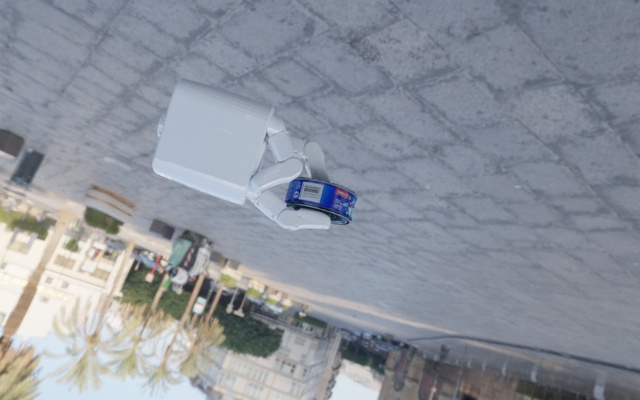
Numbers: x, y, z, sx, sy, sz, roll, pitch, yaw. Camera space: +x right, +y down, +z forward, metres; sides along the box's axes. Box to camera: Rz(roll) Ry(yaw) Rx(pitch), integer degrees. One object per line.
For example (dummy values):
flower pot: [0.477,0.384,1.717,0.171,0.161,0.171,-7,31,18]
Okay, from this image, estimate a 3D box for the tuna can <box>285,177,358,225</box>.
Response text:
tuna can: [0.000,0.002,0.577,0.086,0.033,0.086,14,-12,3]
